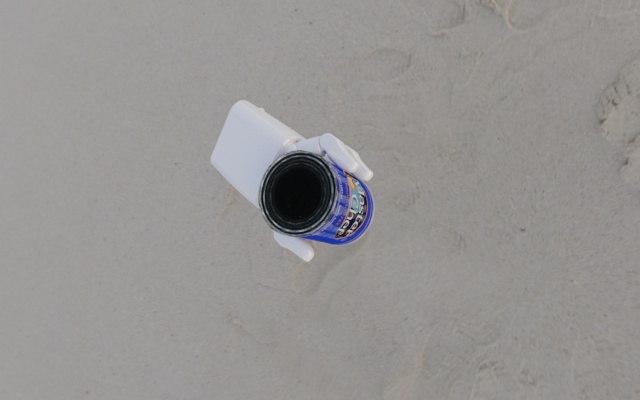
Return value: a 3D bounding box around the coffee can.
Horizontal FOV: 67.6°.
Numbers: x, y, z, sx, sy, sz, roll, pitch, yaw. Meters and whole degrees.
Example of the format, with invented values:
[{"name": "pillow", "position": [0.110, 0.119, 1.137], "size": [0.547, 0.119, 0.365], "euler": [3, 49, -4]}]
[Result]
[{"name": "coffee can", "position": [0.000, 0.002, 0.613], "size": [0.103, 0.103, 0.140], "euler": [0, -9, 24]}]
